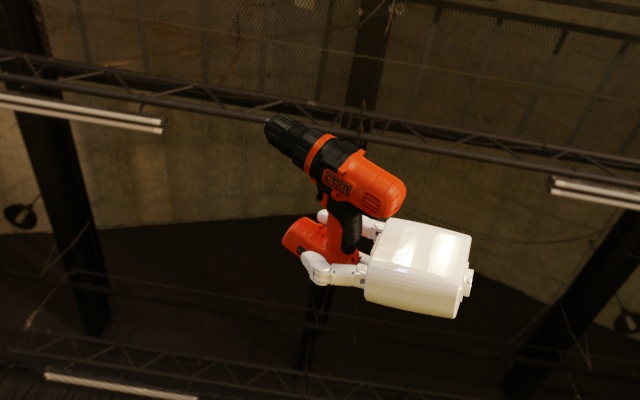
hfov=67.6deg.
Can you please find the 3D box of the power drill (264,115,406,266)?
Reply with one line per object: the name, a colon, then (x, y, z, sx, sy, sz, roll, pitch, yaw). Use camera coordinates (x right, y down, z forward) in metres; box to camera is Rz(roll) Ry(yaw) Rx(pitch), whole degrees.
power drill: (0.000, 0.002, 0.586, 0.184, 0.188, 0.057, 34, 52, 19)
